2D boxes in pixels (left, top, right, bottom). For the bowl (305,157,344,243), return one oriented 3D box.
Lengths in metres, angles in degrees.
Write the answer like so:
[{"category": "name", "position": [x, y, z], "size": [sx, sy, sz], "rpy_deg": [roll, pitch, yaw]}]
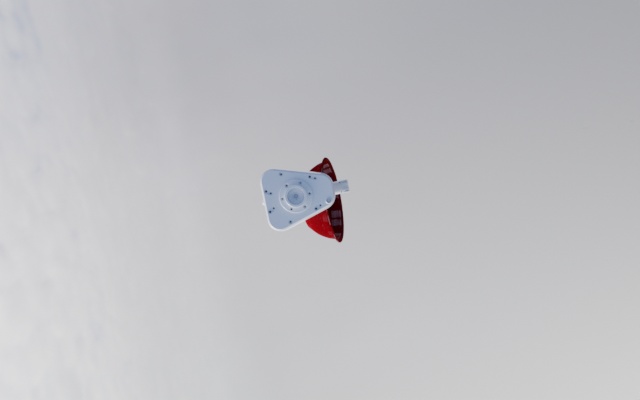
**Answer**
[{"category": "bowl", "position": [0.000, 0.003, 0.899], "size": [0.055, 0.162, 0.162], "rpy_deg": [-10, -2, 13]}]
